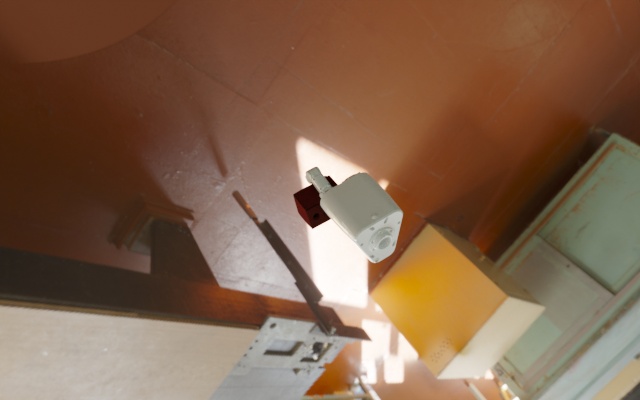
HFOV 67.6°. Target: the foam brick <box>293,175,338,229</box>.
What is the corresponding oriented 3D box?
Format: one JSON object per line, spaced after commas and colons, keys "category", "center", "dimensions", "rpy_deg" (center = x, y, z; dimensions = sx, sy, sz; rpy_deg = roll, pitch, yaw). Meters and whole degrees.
{"category": "foam brick", "center": [0.000, 0.003, 0.841], "dimensions": [0.078, 0.053, 0.051], "rpy_deg": [-29, 49, -12]}
